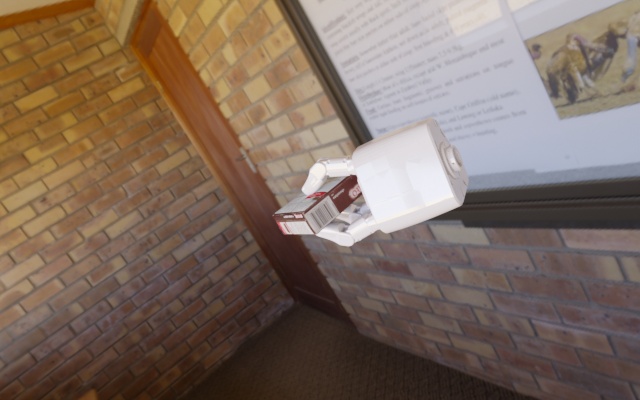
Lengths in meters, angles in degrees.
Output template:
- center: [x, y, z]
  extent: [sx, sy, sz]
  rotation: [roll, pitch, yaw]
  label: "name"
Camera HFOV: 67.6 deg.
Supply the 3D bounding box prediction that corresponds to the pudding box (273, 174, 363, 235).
- center: [0.000, 0.002, 0.673]
  extent: [0.113, 0.039, 0.090]
  rotation: [-38, 15, -29]
  label: "pudding box"
